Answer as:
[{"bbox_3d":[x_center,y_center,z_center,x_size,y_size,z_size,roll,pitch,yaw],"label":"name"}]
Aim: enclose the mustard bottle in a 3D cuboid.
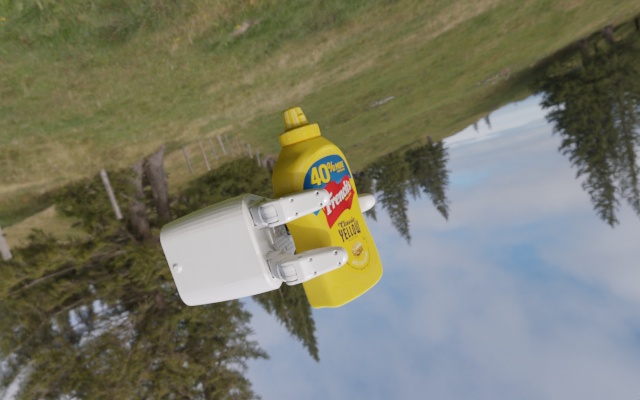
[{"bbox_3d":[0.000,0.002,0.475,0.058,0.191,0.096,-14,6,42],"label":"mustard bottle"}]
